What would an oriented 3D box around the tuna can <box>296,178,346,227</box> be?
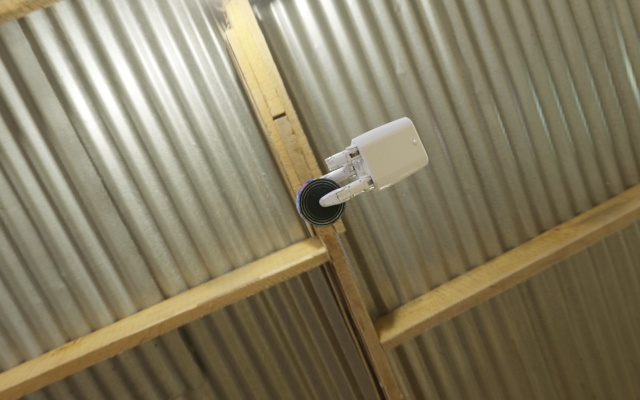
[{"bbox_3d":[0.000,0.003,0.851,0.086,0.086,0.034,0,2,-14],"label":"tuna can"}]
